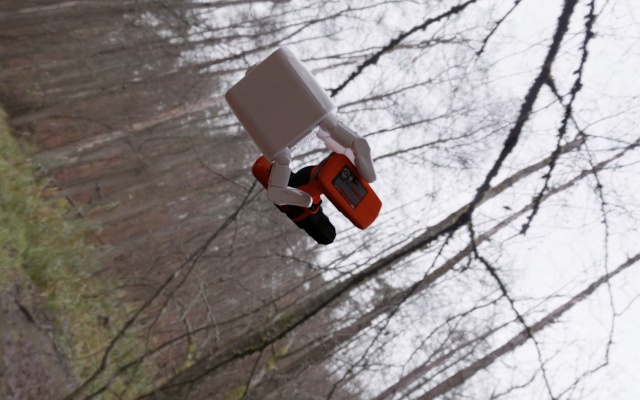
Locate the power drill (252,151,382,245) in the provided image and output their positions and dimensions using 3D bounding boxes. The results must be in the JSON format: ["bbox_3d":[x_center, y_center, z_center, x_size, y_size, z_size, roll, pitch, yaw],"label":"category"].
[{"bbox_3d":[0.000,0.002,0.693,0.184,0.057,0.187,48,-26,-23],"label":"power drill"}]
